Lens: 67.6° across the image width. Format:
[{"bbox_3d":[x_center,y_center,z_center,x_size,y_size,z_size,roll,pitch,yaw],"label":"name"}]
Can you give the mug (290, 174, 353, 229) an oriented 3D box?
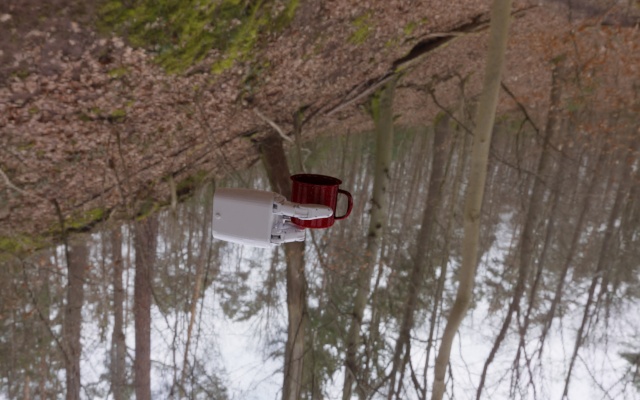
[{"bbox_3d":[0.002,0.003,0.852,0.117,0.081,0.093,8,15,11],"label":"mug"}]
